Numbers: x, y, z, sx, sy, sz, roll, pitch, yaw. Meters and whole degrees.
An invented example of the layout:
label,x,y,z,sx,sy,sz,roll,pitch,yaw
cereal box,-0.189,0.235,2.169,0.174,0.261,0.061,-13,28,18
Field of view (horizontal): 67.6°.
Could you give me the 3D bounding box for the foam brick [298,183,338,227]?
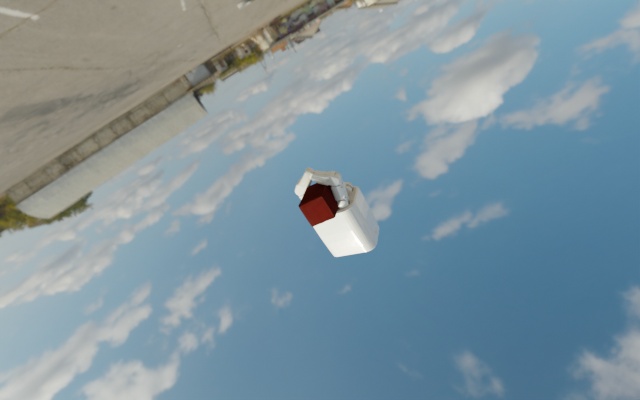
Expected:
label,x,y,z,sx,sy,sz,roll,pitch,yaw
foam brick,0.000,0.003,0.899,0.053,0.051,0.078,-22,21,22
